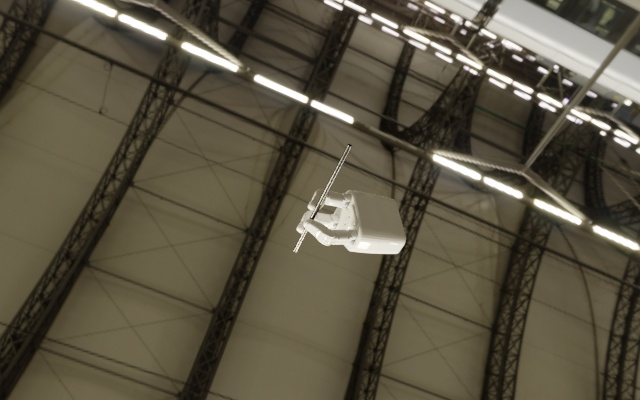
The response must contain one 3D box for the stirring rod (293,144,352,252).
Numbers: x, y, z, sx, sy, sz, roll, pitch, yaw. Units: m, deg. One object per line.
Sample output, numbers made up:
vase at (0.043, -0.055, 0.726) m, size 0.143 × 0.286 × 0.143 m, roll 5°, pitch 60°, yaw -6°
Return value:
stirring rod at (0.000, 0.003, 0.825) m, size 0.011 × 0.240 × 0.011 m, roll 19°, pitch 33°, yaw -13°
